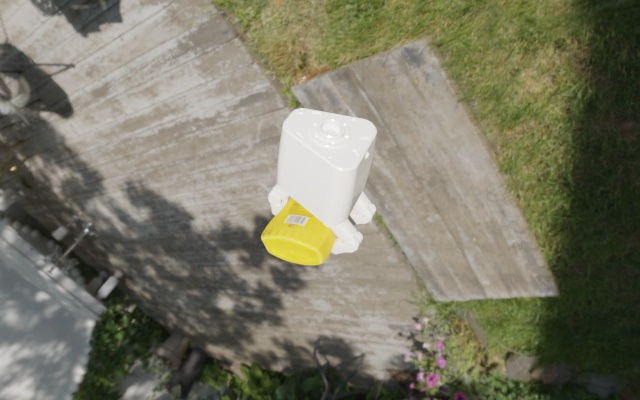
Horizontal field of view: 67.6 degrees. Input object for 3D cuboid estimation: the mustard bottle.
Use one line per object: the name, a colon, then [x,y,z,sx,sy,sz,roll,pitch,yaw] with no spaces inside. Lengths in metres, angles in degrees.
mustard bottle: [0.000,0.003,0.691,0.096,0.058,0.191,7,48,30]
